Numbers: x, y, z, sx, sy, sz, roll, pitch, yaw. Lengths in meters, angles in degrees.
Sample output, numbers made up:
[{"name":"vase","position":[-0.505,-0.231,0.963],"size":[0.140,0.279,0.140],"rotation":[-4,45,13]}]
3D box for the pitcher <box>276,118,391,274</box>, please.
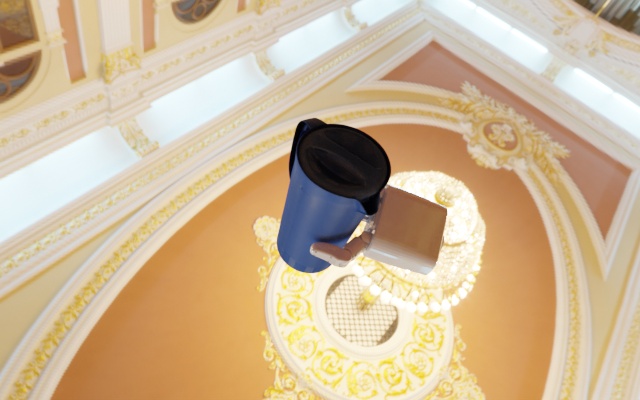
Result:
[{"name":"pitcher","position":[0.000,0.003,0.734],"size":[0.145,0.149,0.243],"rotation":[19,-39,-3]}]
